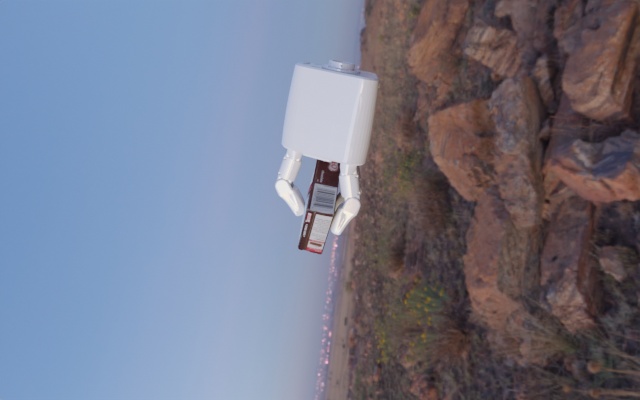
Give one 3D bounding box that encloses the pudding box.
[{"bbox_3d":[0.000,0.002,0.656,0.039,0.113,0.090,13,-42,-1],"label":"pudding box"}]
